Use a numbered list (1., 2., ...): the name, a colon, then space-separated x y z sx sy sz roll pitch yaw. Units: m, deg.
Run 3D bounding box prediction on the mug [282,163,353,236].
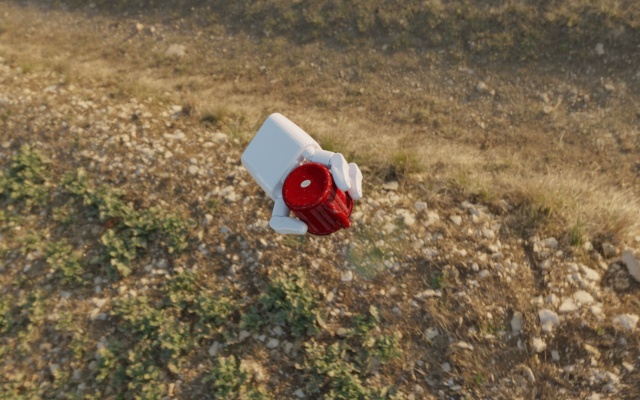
1. mug: 0.001 0.003 0.718 0.117 0.093 0.081 43 -4 36
